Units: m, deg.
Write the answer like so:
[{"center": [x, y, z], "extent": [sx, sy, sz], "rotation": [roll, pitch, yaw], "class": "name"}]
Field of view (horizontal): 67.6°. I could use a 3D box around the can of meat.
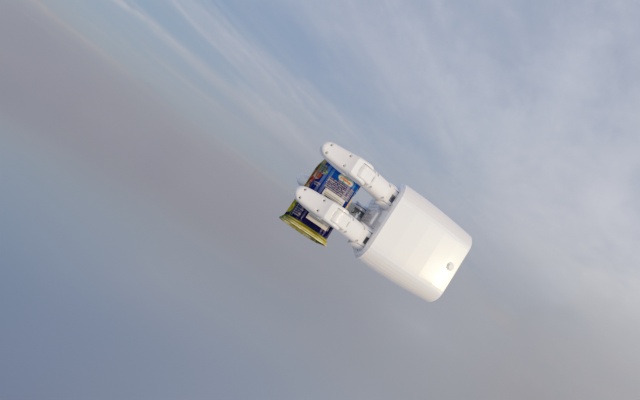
[{"center": [0.000, 0.002, 0.560], "extent": [0.057, 0.084, 0.102], "rotation": [34, -6, -6], "class": "can of meat"}]
